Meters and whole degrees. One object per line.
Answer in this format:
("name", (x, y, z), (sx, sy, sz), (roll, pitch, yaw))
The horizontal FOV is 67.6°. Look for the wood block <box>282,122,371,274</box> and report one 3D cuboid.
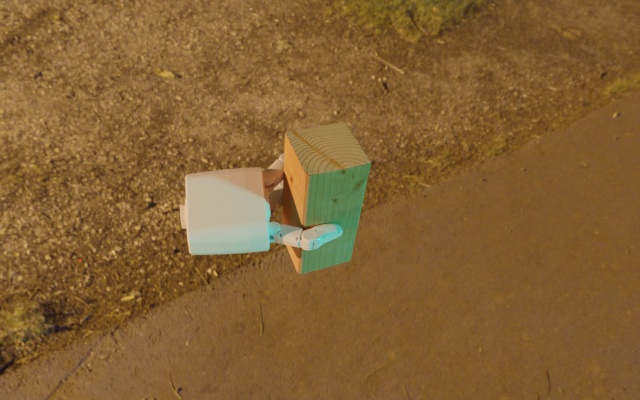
("wood block", (0.000, 0.002, 0.691), (0.090, 0.090, 0.206), (-12, -41, -18))
